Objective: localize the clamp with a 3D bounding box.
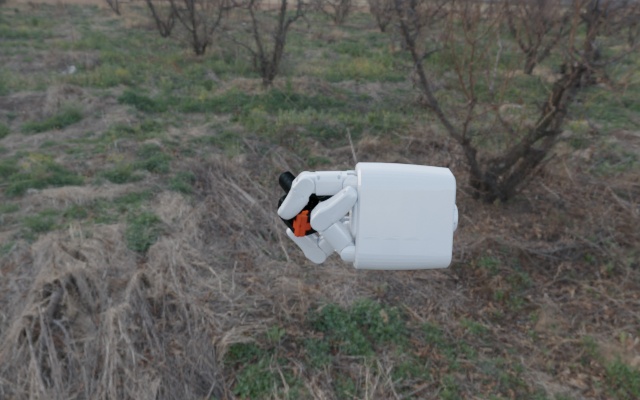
[{"bbox_3d":[0.000,0.002,0.620,0.120,0.039,0.171,1,23,0],"label":"clamp"}]
